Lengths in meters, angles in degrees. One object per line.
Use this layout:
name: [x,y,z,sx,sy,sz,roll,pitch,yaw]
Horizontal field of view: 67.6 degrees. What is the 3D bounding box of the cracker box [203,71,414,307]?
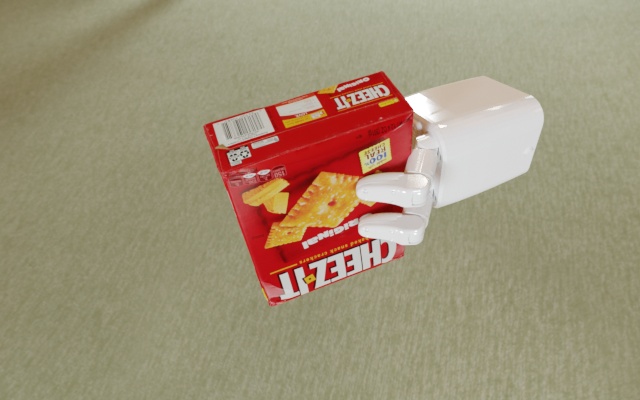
cracker box: [0.000,0.001,0.462,0.164,0.072,0.214,-19,-40,-9]
